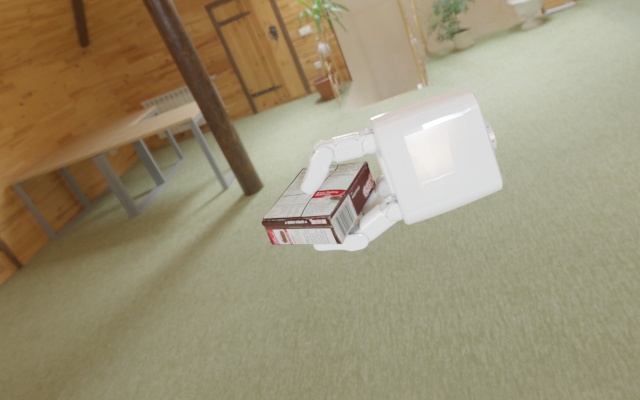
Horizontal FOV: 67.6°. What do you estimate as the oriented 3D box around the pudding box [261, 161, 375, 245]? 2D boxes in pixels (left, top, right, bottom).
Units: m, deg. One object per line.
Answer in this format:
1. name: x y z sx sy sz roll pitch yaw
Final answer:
1. pudding box: 0.000 0.002 0.534 0.090 0.039 0.113 -4 31 32
